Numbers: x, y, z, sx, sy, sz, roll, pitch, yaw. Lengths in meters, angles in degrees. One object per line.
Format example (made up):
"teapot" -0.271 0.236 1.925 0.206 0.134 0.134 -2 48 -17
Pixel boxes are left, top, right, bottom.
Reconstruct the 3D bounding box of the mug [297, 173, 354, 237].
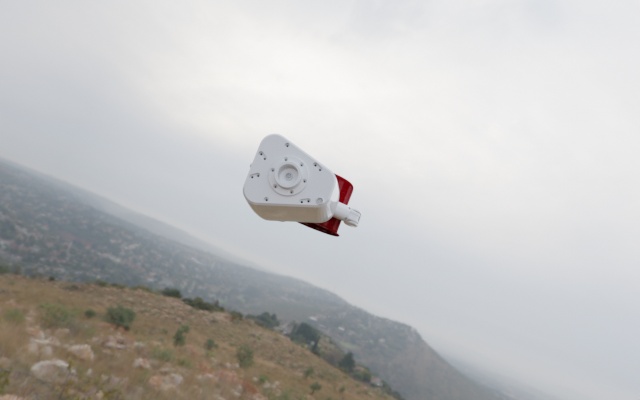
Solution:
"mug" 0.000 0.002 0.738 0.093 0.081 0.117 21 -8 4
